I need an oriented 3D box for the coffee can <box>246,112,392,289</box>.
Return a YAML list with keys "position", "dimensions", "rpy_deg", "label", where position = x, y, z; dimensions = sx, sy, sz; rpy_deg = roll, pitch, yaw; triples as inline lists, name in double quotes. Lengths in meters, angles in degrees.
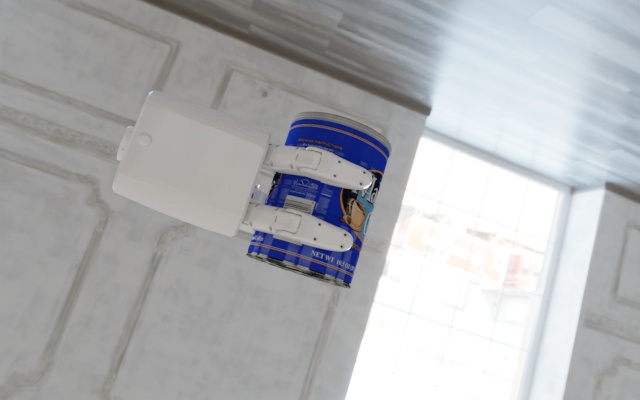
- position: [0.000, 0.001, 0.457]
  dimensions: [0.103, 0.140, 0.103]
  rpy_deg: [17, -11, 3]
  label: "coffee can"
